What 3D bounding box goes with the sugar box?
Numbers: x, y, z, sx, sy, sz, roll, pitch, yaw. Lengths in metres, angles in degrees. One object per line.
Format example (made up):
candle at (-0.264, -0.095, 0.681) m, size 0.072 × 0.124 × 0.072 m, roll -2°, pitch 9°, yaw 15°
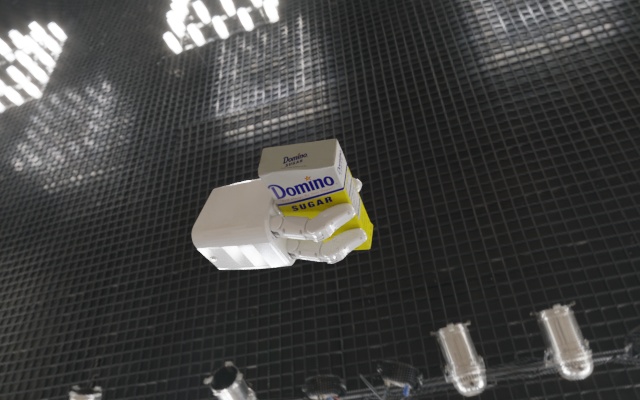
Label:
sugar box at (0.000, 0.002, 0.591) m, size 0.093 × 0.048 × 0.176 m, roll -6°, pitch -35°, yaw 19°
